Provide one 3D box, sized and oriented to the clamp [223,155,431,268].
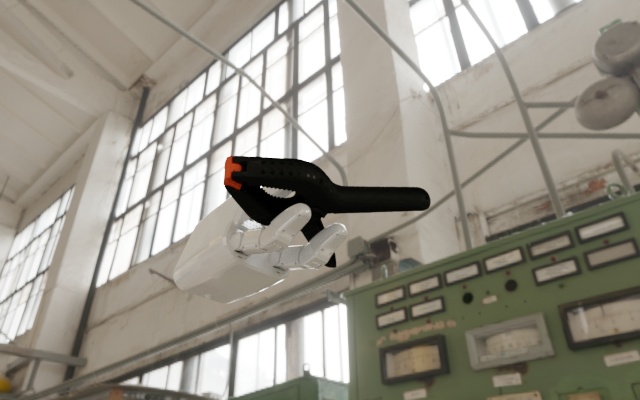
[{"bbox_3d":[-0.001,0.001,0.493,0.164,0.036,0.210,-33,-45,31],"label":"clamp"}]
